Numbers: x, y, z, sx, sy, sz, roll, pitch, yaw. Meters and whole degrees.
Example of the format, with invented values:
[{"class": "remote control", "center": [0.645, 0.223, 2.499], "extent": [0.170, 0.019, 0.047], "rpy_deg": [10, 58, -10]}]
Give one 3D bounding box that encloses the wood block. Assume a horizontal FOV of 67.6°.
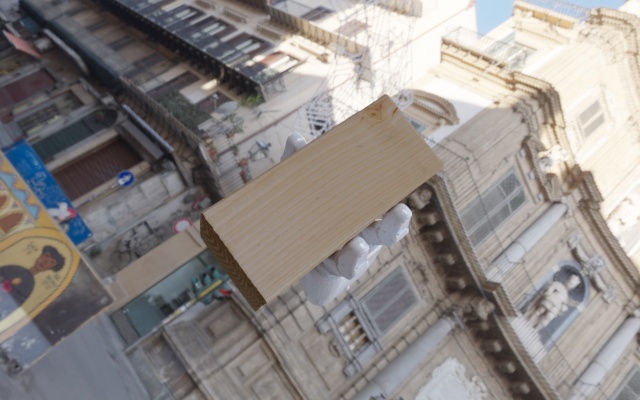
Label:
[{"class": "wood block", "center": [0.000, 0.001, 0.447], "extent": [0.206, 0.091, 0.090], "rpy_deg": [-36, -6, -21]}]
